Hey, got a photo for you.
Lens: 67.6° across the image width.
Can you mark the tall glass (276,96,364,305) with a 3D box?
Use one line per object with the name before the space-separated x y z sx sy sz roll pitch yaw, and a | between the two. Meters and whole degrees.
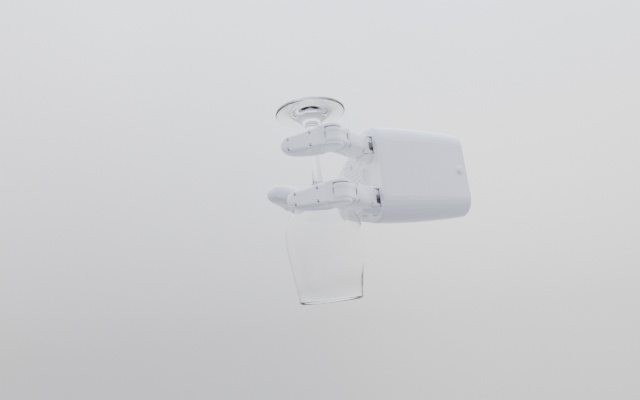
tall glass | 0.000 0.001 0.487 0.079 0.201 0.079 -6 -14 -1
